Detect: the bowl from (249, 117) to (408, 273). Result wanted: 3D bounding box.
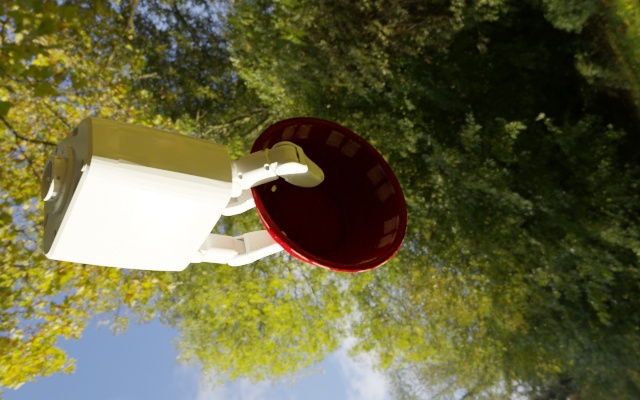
[{"bbox_3d":[0.001,0.002,0.449,0.162,0.162,0.055,0,-30,-30],"label":"bowl"}]
